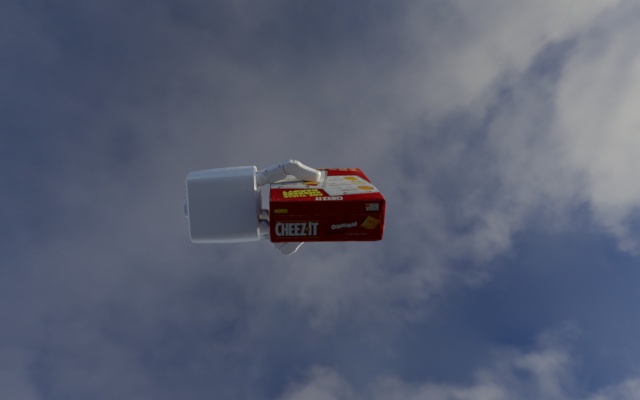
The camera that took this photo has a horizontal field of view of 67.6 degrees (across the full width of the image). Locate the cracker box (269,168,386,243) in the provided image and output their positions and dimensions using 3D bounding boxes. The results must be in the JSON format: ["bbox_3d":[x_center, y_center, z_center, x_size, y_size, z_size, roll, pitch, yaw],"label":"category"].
[{"bbox_3d":[0.000,0.002,0.766,0.164,0.072,0.213,-1,16,-5],"label":"cracker box"}]
